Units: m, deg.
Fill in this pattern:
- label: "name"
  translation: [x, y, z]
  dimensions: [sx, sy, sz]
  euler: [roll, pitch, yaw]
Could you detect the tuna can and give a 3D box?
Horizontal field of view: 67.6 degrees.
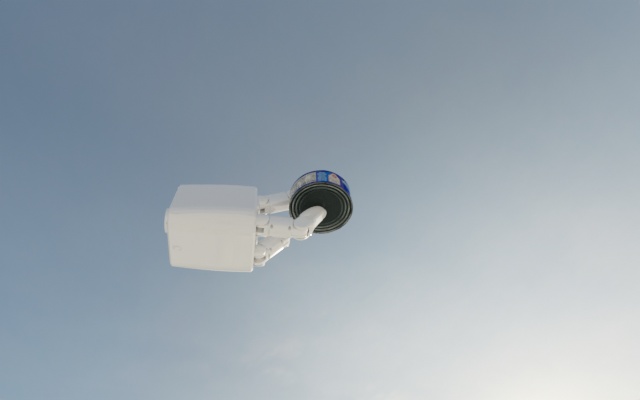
- label: "tuna can"
  translation: [0.000, 0.002, 0.647]
  dimensions: [0.086, 0.086, 0.033]
  euler: [0, 36, -2]
